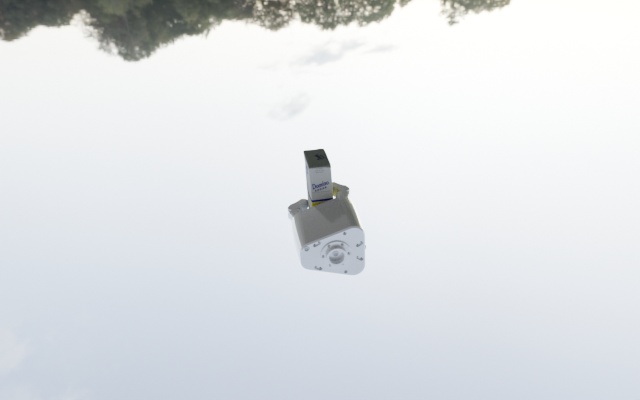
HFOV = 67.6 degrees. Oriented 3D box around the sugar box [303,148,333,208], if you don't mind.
[{"bbox_3d":[0.001,0.003,0.874,0.048,0.176,0.093,-5,26,-6],"label":"sugar box"}]
